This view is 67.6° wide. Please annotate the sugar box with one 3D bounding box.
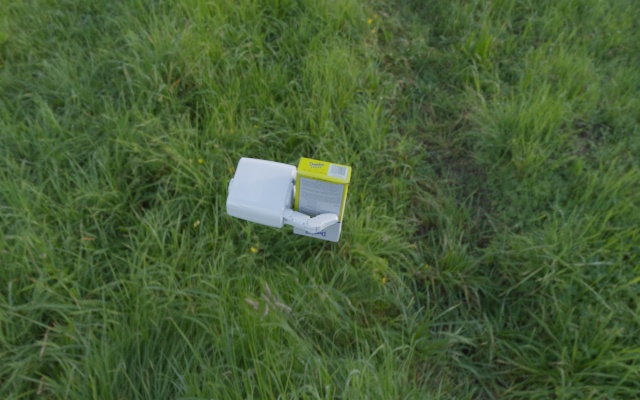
[{"bbox_3d":[0.000,0.002,0.890,0.093,0.048,0.176,12,-38,4],"label":"sugar box"}]
